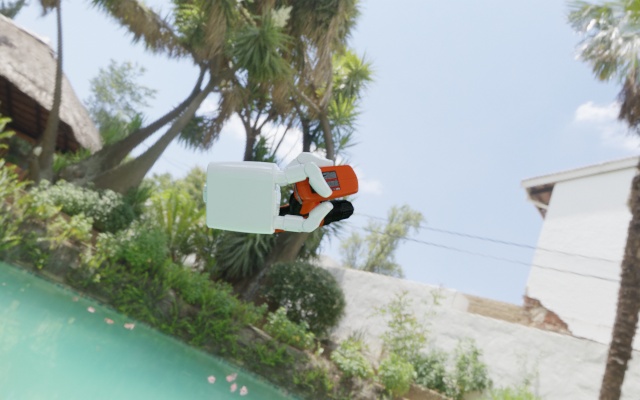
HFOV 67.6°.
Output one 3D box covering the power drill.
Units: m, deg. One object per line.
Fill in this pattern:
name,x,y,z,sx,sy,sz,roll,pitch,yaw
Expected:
power drill,0.000,0.003,0.848,0.184,0.057,0.188,-10,-20,-22
